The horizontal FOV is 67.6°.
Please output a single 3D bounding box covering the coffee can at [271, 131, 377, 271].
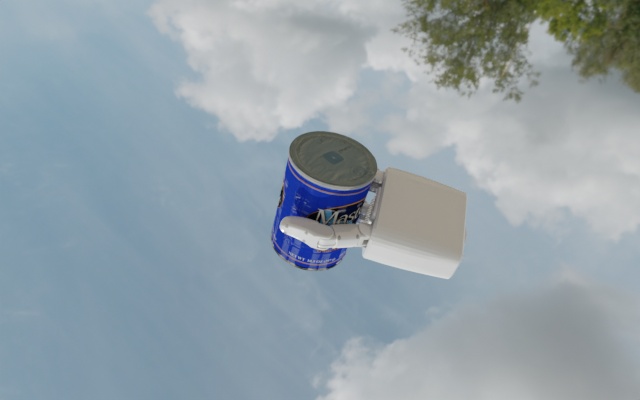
[{"bbox_3d":[0.000,0.002,0.583,0.103,0.140,0.102,10,40,-8],"label":"coffee can"}]
